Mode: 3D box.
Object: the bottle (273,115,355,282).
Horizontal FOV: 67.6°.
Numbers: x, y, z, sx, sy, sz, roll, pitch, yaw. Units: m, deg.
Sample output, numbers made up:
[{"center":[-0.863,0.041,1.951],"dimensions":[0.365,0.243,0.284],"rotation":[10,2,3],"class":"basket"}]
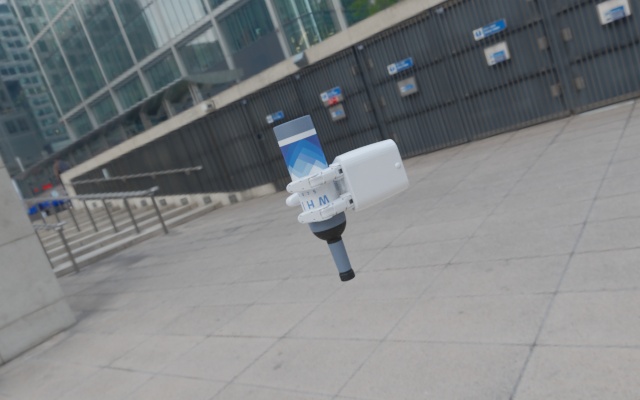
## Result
[{"center":[0.000,0.003,0.833],"dimensions":[0.069,0.296,0.069],"rotation":[-20,8,3],"class":"bottle"}]
